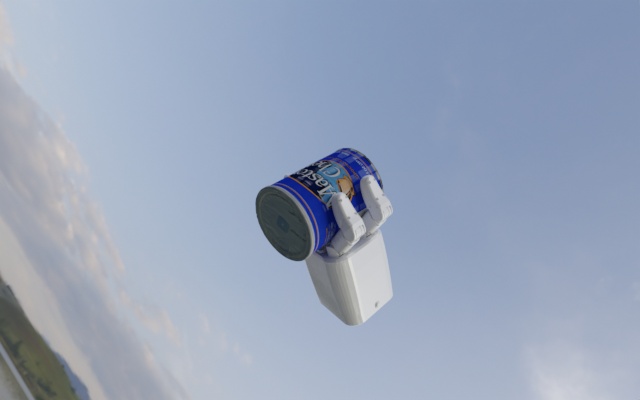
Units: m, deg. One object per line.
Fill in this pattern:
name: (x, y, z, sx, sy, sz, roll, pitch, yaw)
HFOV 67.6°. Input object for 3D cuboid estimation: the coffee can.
coffee can: (0.000, 0.002, 0.631, 0.140, 0.103, 0.103, -31, 19, -37)
